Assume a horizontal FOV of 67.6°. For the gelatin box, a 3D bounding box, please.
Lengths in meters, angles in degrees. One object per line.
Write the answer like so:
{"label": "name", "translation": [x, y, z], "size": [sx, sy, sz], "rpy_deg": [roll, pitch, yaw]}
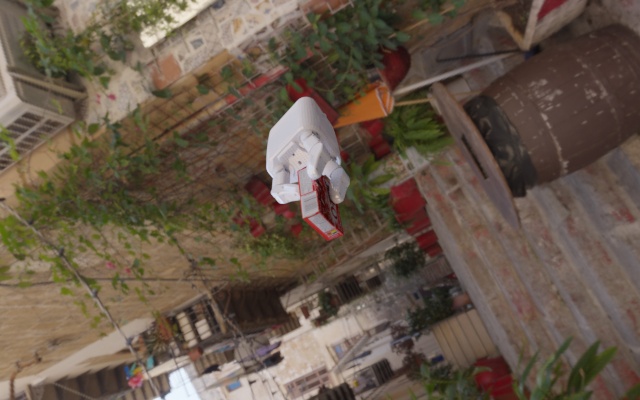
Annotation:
{"label": "gelatin box", "translation": [0.000, 0.003, 0.685], "size": [0.030, 0.089, 0.073], "rpy_deg": [-23, -40, 19]}
